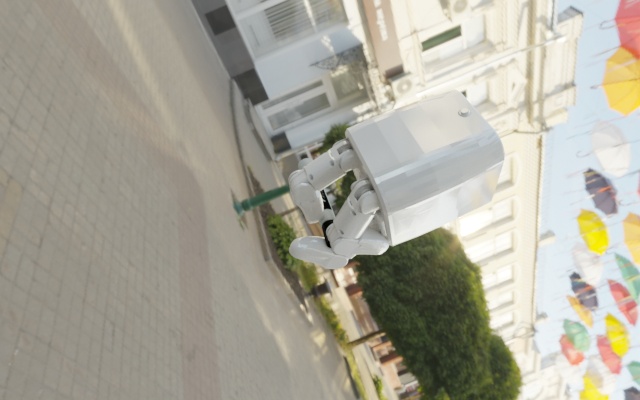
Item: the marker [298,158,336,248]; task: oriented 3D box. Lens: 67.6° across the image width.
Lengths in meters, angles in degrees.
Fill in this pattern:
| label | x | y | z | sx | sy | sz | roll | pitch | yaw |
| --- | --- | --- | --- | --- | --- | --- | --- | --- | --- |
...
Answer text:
| label | x | y | z | sx | sy | sz | roll | pitch | yaw |
| --- | --- | --- | --- | --- | --- | --- | --- | --- | --- |
| marker | 0.000 | 0.002 | 0.485 | 0.020 | 0.020 | 0.121 | 0 | 43 | -21 |
